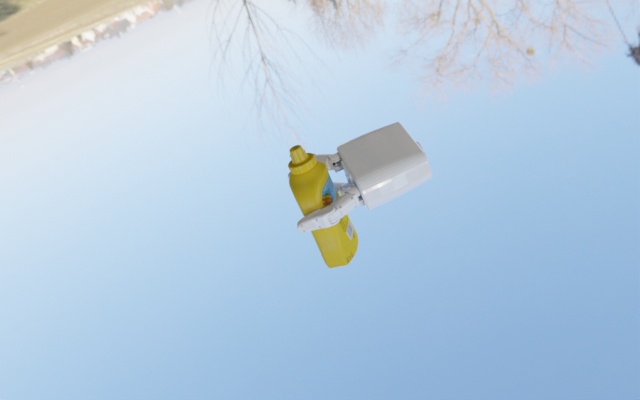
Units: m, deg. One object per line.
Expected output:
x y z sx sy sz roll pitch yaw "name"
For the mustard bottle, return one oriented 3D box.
0.000 0.003 0.715 0.058 0.192 0.096 -13 30 20 "mustard bottle"
